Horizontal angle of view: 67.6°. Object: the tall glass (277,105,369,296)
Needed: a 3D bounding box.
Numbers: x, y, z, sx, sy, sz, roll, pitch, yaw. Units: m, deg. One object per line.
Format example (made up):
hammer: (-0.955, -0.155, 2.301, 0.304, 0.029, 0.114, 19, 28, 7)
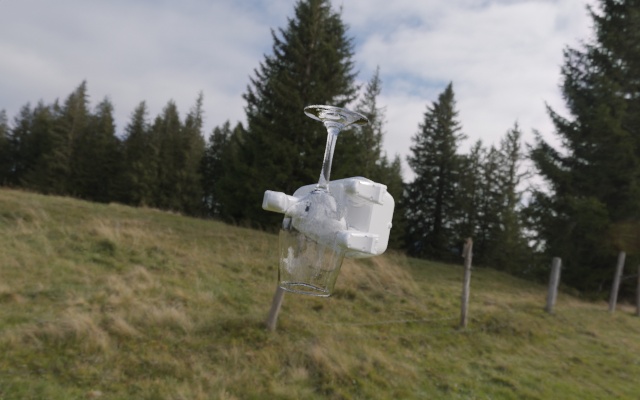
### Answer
tall glass: (0.000, 0.001, 0.535, 0.079, 0.201, 0.079, 11, -3, 1)
